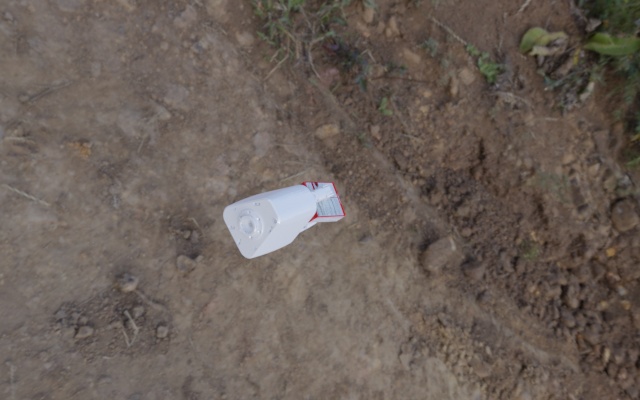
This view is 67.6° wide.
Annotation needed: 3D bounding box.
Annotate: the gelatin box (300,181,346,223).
[{"bbox_3d":[0.001,0.003,0.898,0.030,0.073,0.089,-32,-19,36],"label":"gelatin box"}]
